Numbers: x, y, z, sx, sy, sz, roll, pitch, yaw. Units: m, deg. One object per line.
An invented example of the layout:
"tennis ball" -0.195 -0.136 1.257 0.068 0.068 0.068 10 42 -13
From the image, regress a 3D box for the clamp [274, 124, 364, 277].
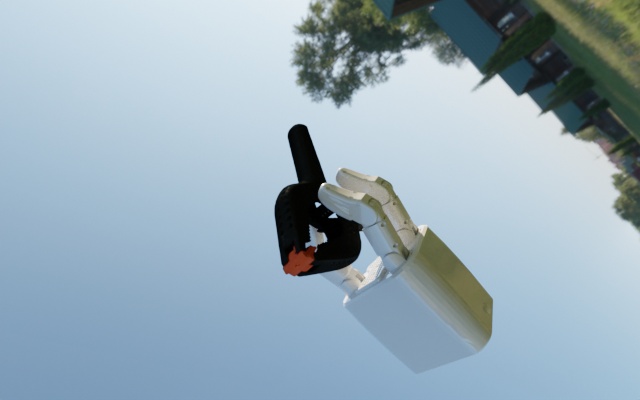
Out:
"clamp" 0.000 0.002 0.474 0.036 0.164 0.210 -45 0 28
